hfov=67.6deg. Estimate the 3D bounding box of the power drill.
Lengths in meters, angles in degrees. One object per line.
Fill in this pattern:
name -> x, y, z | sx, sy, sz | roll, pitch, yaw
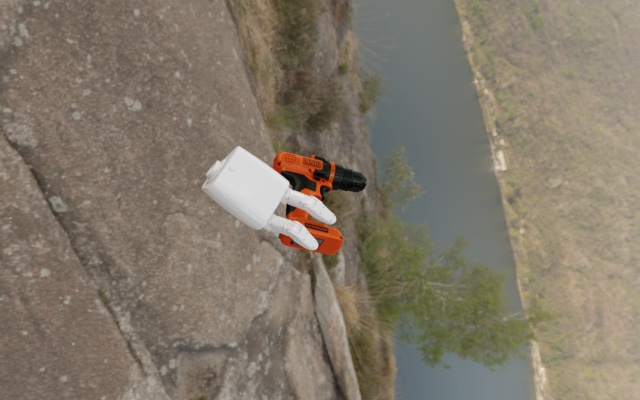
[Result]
power drill -> 0.000, 0.003, 0.859 | 0.184, 0.187, 0.057 | 12, -41, -14
